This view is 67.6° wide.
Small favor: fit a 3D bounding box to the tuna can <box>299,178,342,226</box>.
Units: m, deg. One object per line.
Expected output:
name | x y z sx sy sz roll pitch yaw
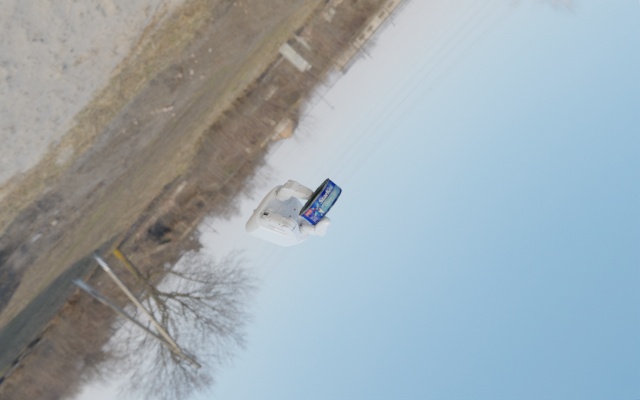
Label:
tuna can | 0.001 0.003 0.852 0.034 0.086 0.086 38 -5 -7
